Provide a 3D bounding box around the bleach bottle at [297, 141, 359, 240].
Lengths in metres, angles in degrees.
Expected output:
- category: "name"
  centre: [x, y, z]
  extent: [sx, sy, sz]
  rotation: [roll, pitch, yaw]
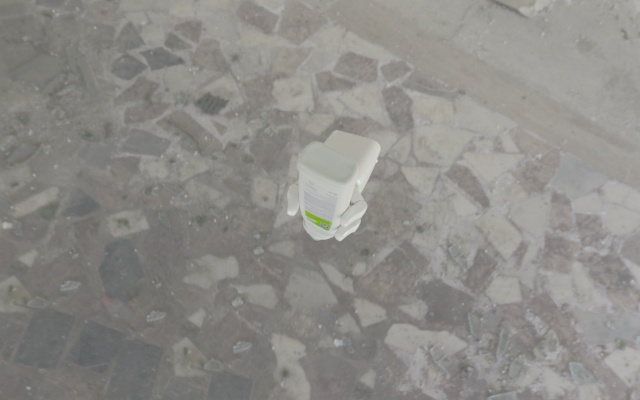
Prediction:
- category: "bleach bottle"
  centre: [0.000, 0.003, 0.877]
  extent: [0.102, 0.068, 0.251]
  rotation: [28, -30, 9]
